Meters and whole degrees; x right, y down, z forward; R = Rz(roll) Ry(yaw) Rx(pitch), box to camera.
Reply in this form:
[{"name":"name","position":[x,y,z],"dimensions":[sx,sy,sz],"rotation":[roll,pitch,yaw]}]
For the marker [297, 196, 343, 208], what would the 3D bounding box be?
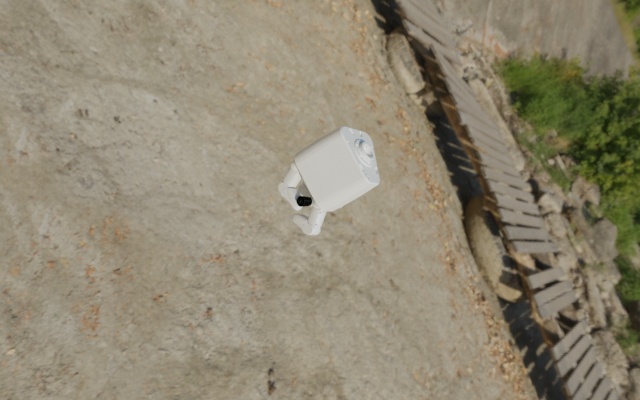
[{"name":"marker","position":[0.000,0.003,0.851],"dimensions":[0.020,0.020,0.121],"rotation":[0,-2,38]}]
